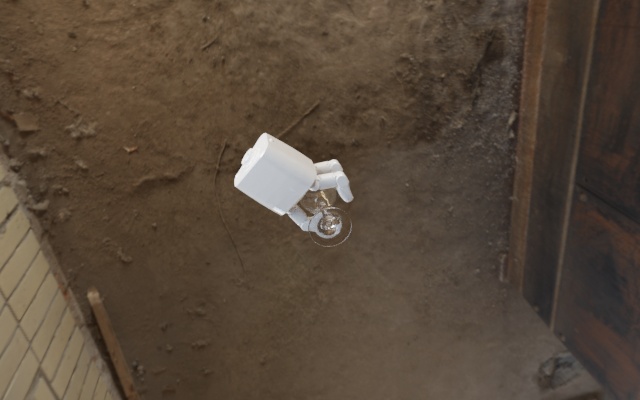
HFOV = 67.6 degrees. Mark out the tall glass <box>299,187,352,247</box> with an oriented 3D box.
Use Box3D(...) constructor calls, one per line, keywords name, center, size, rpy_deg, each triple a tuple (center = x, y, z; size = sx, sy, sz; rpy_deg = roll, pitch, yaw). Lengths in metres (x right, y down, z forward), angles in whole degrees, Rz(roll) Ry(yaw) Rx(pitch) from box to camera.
Box3D(name="tall glass", center=(0.000, 0.003, 0.887), size=(0.079, 0.079, 0.201), rpy_deg=(0, 25, -10))
